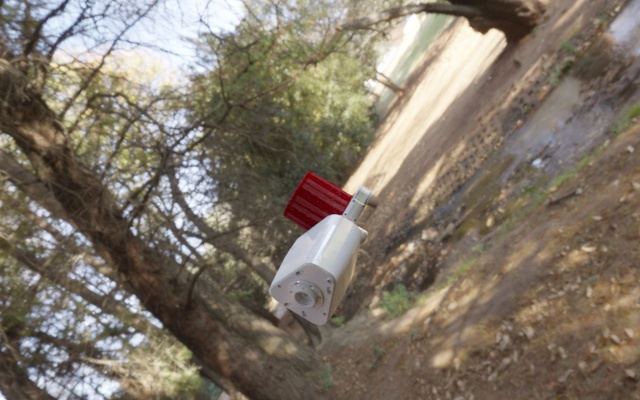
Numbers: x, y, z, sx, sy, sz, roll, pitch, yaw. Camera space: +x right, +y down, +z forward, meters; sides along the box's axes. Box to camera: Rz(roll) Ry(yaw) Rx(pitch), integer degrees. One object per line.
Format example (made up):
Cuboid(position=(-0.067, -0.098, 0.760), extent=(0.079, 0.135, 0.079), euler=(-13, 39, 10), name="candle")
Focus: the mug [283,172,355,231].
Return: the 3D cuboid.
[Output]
Cuboid(position=(0.000, 0.002, 0.745), extent=(0.081, 0.093, 0.117), euler=(31, 39, 0), name="mug")
